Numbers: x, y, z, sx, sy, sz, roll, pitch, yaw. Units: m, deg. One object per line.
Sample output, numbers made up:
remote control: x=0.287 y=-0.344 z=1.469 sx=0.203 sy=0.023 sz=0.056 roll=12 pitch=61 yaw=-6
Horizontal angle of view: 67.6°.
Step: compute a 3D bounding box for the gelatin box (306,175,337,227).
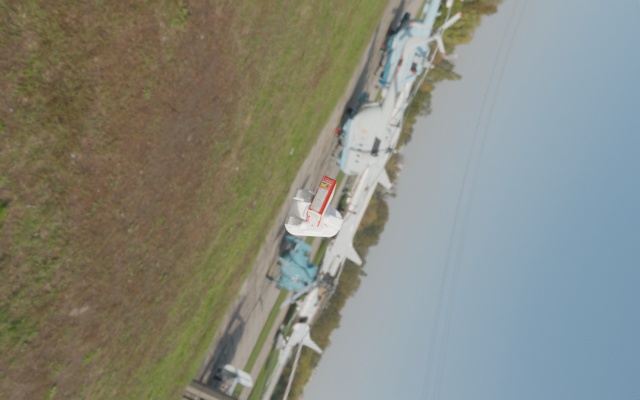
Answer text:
gelatin box: x=0.001 y=0.003 z=0.896 sx=0.030 sy=0.073 sz=0.089 roll=24 pitch=-18 yaw=3
